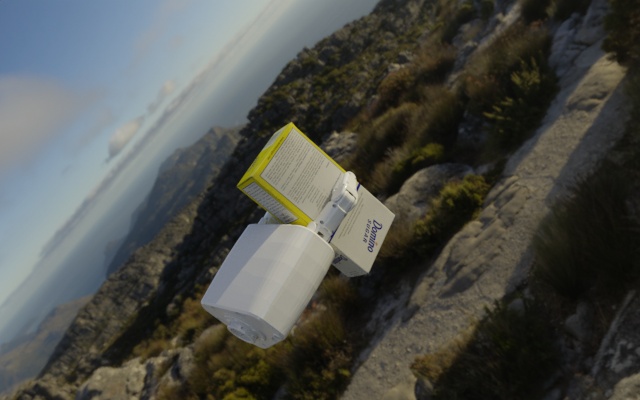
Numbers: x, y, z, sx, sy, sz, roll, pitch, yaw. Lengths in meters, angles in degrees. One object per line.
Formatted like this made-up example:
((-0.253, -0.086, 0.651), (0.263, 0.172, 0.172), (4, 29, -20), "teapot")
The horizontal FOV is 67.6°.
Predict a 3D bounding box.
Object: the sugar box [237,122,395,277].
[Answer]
((0.000, 0.002, 0.557), (0.176, 0.093, 0.048), (43, -33, -19), "sugar box")
